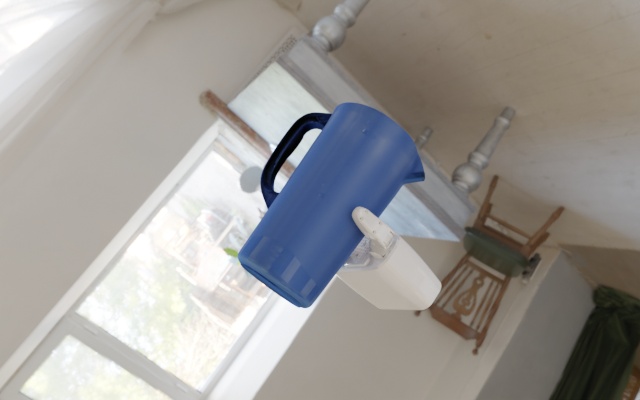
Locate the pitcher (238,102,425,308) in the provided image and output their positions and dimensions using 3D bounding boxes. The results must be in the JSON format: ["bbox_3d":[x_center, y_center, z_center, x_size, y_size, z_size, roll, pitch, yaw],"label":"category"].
[{"bbox_3d":[0.000,0.002,0.601,0.145,0.242,0.149,44,-17,-25],"label":"pitcher"}]
